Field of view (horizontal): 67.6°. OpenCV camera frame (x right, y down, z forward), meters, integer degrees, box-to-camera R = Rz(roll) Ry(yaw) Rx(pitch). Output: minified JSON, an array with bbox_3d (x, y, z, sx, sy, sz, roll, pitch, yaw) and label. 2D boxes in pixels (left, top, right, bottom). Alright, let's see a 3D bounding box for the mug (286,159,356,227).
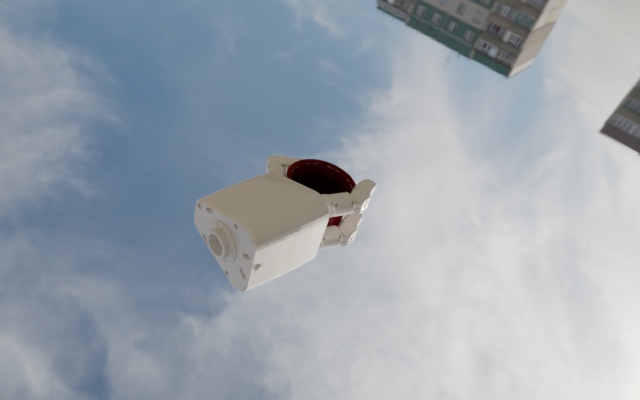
[{"bbox_3d":[0.001,0.002,0.635,0.117,0.081,0.093,-21,54,-41],"label":"mug"}]
